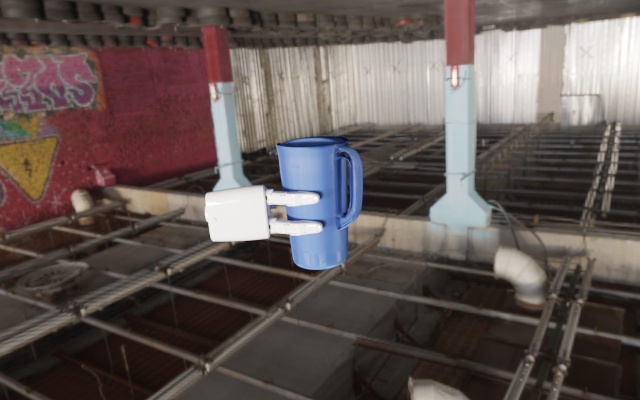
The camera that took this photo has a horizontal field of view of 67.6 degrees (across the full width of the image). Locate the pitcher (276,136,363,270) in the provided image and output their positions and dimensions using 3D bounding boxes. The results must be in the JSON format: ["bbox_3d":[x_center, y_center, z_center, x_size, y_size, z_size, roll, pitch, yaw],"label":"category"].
[{"bbox_3d":[0.000,0.003,0.897,0.145,0.243,0.149,-6,15,-4],"label":"pitcher"}]
